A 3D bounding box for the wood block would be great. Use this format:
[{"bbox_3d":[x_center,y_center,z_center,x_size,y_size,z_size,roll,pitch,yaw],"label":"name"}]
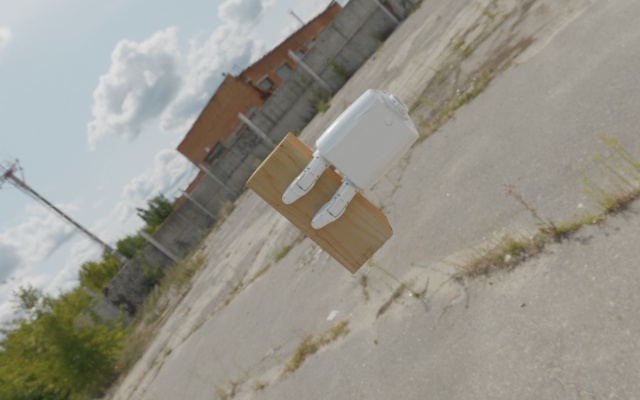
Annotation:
[{"bbox_3d":[0.000,0.002,0.720,0.206,0.090,0.090,41,12,-9],"label":"wood block"}]
